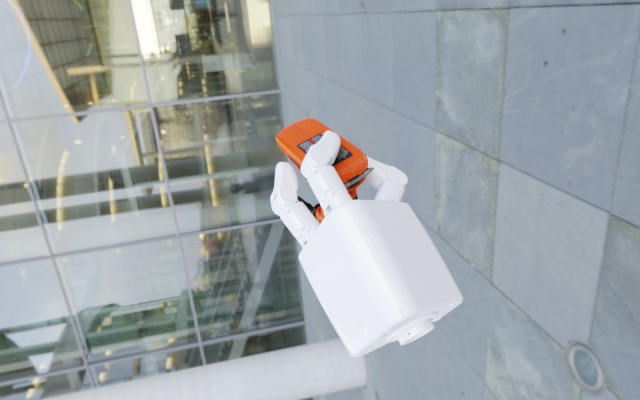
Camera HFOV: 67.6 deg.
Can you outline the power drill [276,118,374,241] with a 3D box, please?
[{"bbox_3d":[0.000,0.002,0.552,0.057,0.188,0.184,-33,50,-22],"label":"power drill"}]
